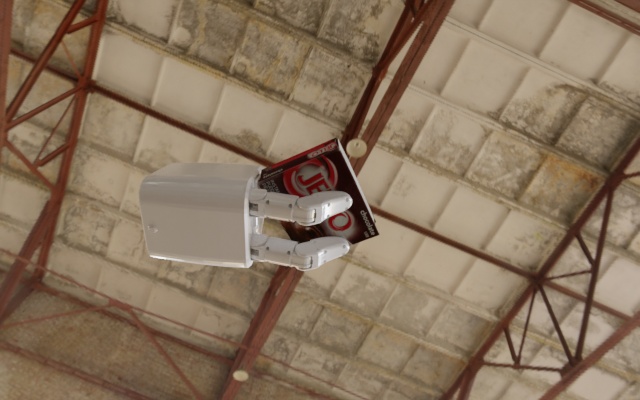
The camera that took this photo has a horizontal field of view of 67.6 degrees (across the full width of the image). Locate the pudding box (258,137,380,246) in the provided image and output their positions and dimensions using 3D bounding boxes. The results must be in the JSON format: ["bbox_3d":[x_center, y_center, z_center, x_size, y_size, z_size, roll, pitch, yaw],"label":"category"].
[{"bbox_3d":[0.000,0.002,0.505,0.090,0.113,0.039,-22,29,12],"label":"pudding box"}]
